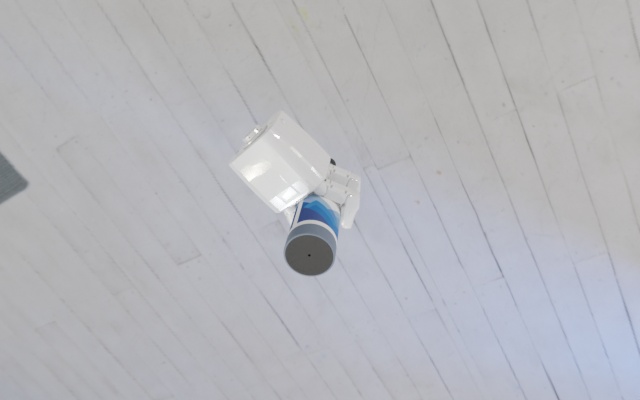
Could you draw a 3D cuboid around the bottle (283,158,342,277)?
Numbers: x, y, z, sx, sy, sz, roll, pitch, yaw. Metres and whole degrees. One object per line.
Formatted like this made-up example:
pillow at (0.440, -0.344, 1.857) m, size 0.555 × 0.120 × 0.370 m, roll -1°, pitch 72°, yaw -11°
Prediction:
bottle at (0.000, 0.003, 0.734) m, size 0.069 × 0.069 × 0.295 m, roll 0°, pitch 27°, yaw 6°
